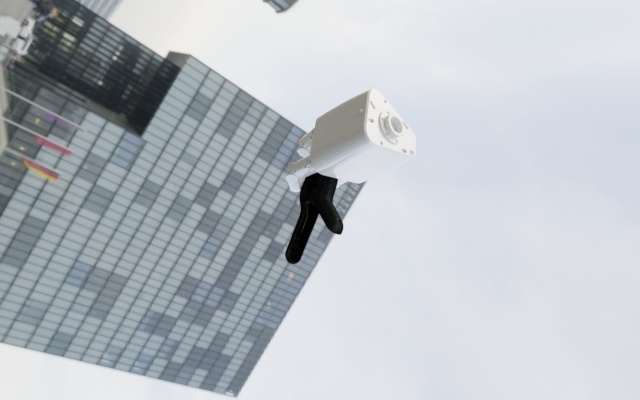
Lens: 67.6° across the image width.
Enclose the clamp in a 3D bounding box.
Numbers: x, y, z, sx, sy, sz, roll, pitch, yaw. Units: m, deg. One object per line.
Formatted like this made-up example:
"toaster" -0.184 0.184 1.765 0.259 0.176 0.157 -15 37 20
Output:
"clamp" 0.001 0.002 0.699 0.039 0.171 0.120 29 -34 -32
